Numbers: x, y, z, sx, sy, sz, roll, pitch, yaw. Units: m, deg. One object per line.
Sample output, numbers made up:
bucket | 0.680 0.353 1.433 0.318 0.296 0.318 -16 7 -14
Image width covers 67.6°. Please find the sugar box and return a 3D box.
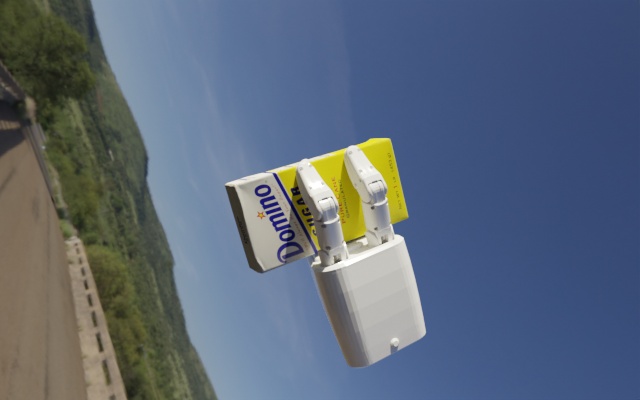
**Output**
sugar box | 0.000 0.002 0.495 0.176 0.093 0.048 -20 11 -23
